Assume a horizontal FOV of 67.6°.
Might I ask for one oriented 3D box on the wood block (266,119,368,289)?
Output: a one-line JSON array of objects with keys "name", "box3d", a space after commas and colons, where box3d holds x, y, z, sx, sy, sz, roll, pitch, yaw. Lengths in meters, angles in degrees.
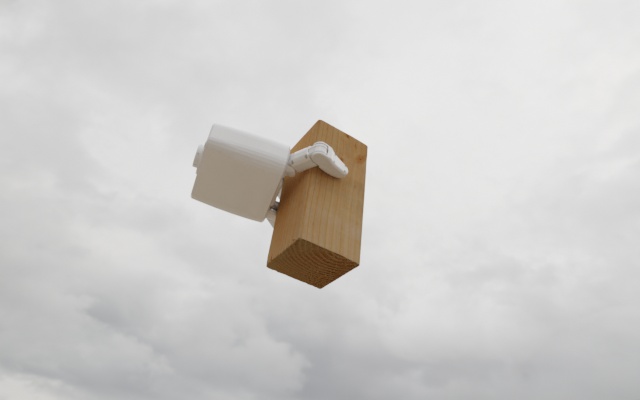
[{"name": "wood block", "box3d": [0.000, 0.002, 0.659, 0.090, 0.206, 0.091, 26, -41, -22]}]
